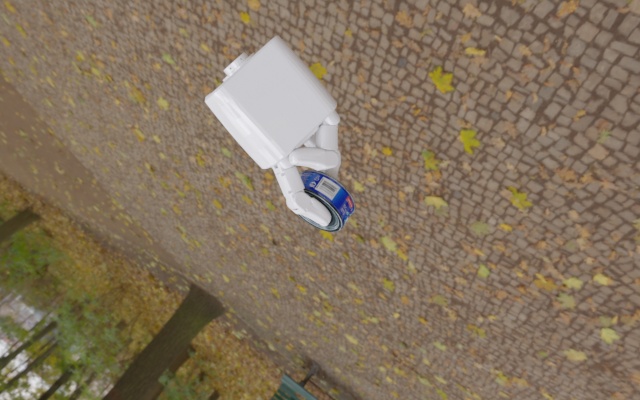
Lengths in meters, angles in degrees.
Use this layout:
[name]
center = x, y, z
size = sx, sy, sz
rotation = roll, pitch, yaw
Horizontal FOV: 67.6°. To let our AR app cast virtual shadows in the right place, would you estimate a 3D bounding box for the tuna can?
[tuna can]
center = 0.000, 0.002, 0.617
size = 0.086, 0.033, 0.086
rotation = 27, -29, 16
